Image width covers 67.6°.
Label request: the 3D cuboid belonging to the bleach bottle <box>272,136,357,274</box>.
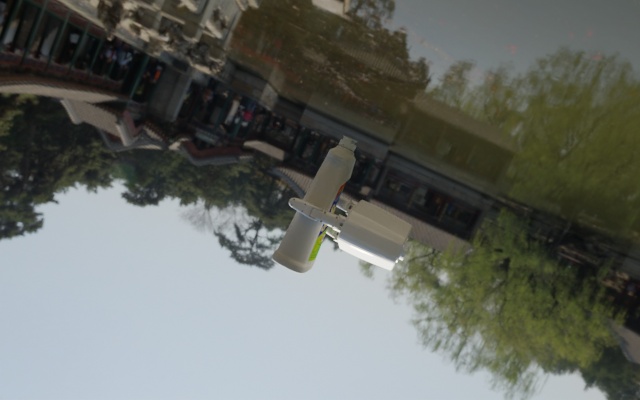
[{"bbox_3d":[0.000,0.003,0.859,0.068,0.251,0.102,25,6,12],"label":"bleach bottle"}]
